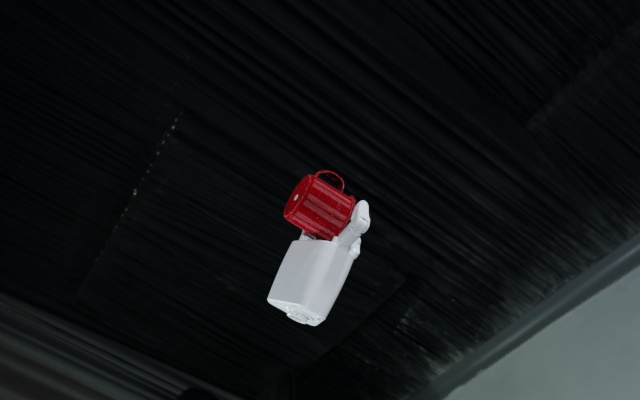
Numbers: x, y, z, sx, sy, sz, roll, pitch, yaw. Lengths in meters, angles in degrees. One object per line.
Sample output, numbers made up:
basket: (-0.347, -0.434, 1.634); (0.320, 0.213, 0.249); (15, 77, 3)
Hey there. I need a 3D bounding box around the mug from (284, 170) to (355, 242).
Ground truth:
mug: (0.001, 0.001, 0.760); (0.081, 0.117, 0.093); (31, -26, -15)
